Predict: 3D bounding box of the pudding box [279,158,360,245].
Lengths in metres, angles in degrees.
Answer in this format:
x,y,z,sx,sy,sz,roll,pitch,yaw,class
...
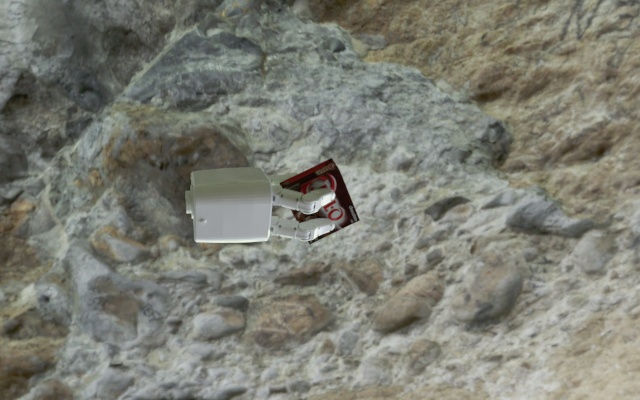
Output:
x,y,z,sx,sy,sz,roll,pitch,yaw,class
0.000,0.002,0.730,0.090,0.114,0.039,-25,40,0,pudding box
